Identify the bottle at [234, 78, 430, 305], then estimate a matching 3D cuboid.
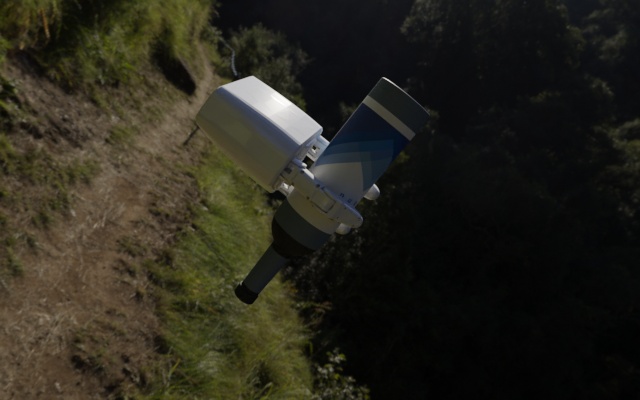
[{"bbox_3d":[0.000,0.002,0.536,0.069,0.296,0.069,37,11,-9],"label":"bottle"}]
